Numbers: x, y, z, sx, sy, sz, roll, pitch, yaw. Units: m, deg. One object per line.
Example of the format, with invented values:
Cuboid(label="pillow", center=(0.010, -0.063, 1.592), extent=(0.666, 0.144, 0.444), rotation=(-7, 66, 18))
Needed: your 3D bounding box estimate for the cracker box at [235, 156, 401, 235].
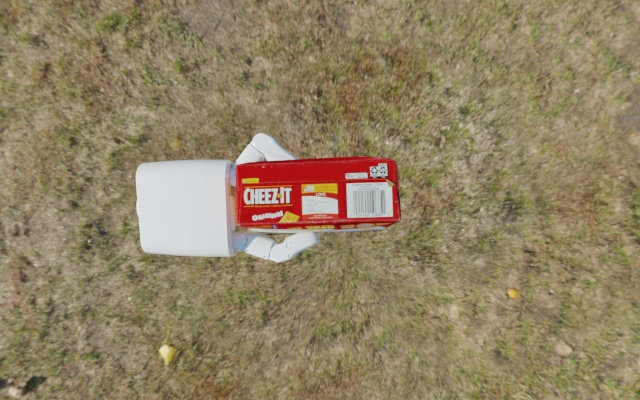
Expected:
Cuboid(label="cracker box", center=(0.000, 0.002, 0.572), extent=(0.164, 0.072, 0.214), rotation=(-2, -6, 2))
